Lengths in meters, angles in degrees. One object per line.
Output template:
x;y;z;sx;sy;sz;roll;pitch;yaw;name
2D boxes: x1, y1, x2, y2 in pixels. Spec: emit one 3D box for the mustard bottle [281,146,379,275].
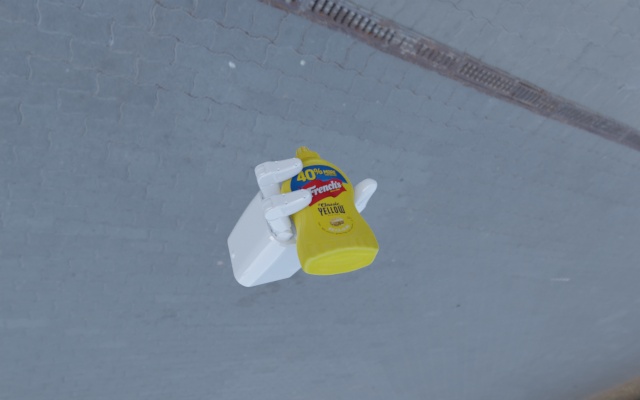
0.000;0.002;0.623;0.096;0.191;0.058;-7;-38;-18;mustard bottle
